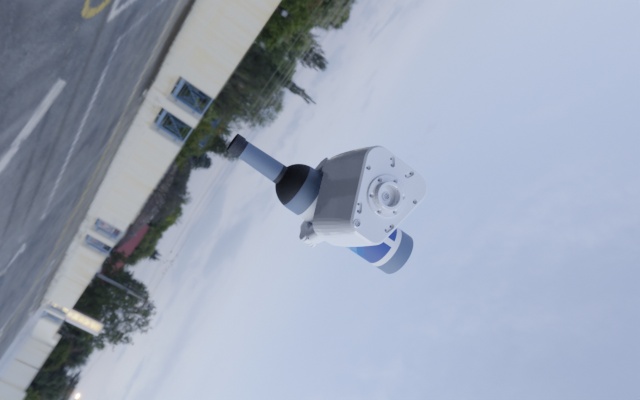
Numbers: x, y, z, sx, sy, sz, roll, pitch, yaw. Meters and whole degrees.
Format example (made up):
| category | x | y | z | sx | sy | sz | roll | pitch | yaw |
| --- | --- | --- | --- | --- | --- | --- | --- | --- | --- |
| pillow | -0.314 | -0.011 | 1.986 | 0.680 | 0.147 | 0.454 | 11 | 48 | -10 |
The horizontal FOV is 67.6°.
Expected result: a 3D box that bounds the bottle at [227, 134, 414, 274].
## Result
| category | x | y | z | sx | sy | sz | roll | pitch | yaw |
| --- | --- | --- | --- | --- | --- | --- | --- | --- | --- |
| bottle | 0.000 | 0.002 | 0.670 | 0.296 | 0.069 | 0.069 | 34 | -12 | -18 |
